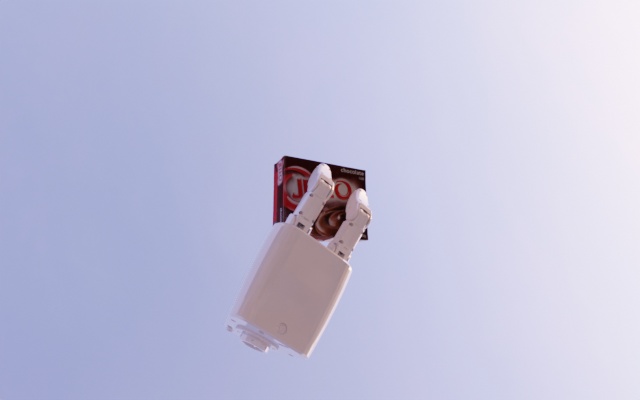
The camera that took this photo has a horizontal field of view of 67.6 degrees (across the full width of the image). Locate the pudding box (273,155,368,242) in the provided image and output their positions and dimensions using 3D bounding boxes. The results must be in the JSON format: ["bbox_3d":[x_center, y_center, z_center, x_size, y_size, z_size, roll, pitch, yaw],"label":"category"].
[{"bbox_3d":[0.000,0.002,0.564,0.113,0.090,0.039,9,-18,-29],"label":"pudding box"}]
